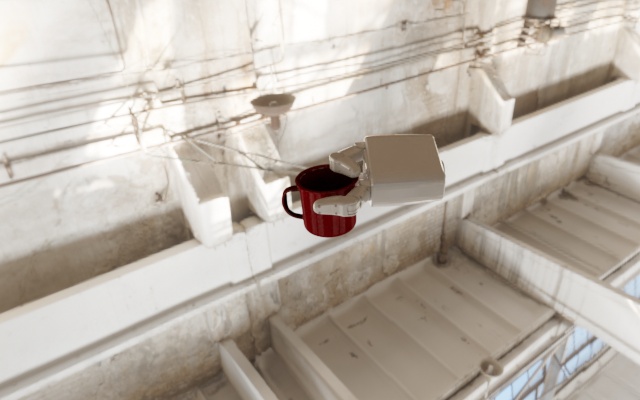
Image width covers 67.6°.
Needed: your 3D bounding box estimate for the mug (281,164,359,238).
[{"bbox_3d":[-0.001,0.003,0.713,0.117,0.081,0.093,-3,29,3],"label":"mug"}]
